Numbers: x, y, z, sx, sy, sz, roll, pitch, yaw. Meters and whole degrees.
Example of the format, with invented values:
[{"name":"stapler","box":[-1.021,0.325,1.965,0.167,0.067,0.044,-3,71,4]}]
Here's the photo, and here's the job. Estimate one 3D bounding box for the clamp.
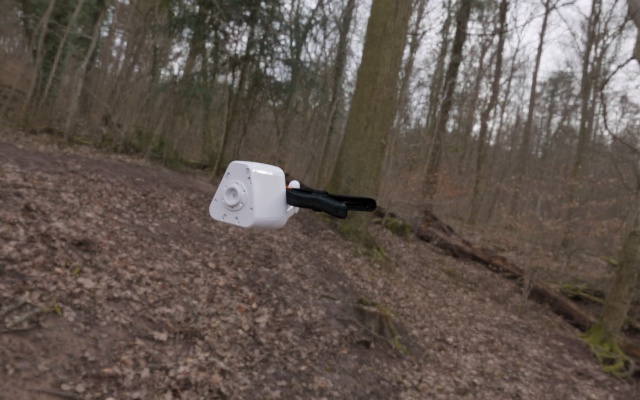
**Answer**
[{"name":"clamp","box":[0.000,0.002,0.824,0.171,0.039,0.120,7,4,23]}]
